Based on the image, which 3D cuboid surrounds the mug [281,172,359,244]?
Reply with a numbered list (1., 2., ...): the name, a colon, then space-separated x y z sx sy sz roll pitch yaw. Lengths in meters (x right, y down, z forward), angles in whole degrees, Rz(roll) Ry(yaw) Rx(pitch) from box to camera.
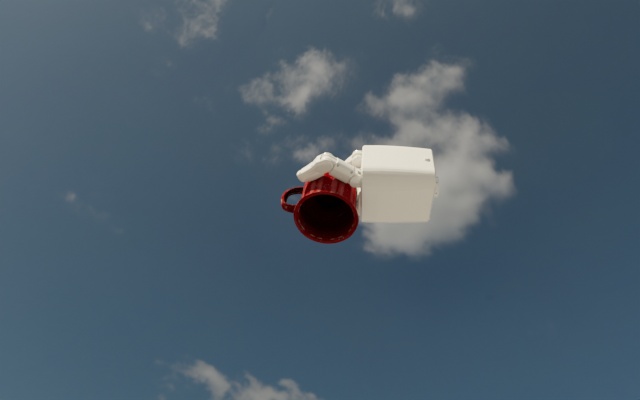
1. mug: -0.001 0.002 0.709 0.117 0.093 0.081 3 35 5
